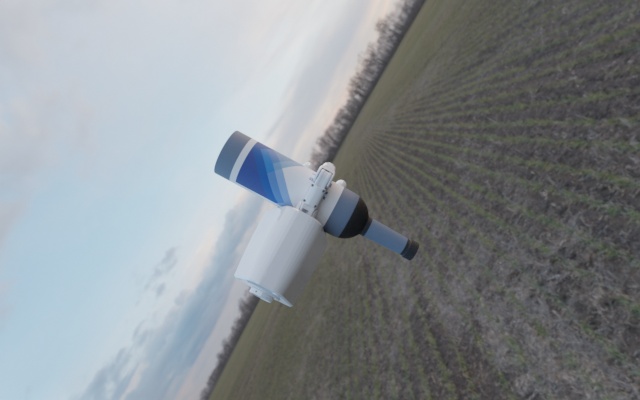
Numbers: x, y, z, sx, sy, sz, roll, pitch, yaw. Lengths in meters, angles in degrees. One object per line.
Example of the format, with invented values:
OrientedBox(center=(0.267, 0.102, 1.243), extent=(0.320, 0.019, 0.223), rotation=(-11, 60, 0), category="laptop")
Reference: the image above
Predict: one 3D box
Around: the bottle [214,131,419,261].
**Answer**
OrientedBox(center=(0.000, 0.002, 0.658), extent=(0.296, 0.069, 0.069), rotation=(28, -1, -1), category="bottle")
